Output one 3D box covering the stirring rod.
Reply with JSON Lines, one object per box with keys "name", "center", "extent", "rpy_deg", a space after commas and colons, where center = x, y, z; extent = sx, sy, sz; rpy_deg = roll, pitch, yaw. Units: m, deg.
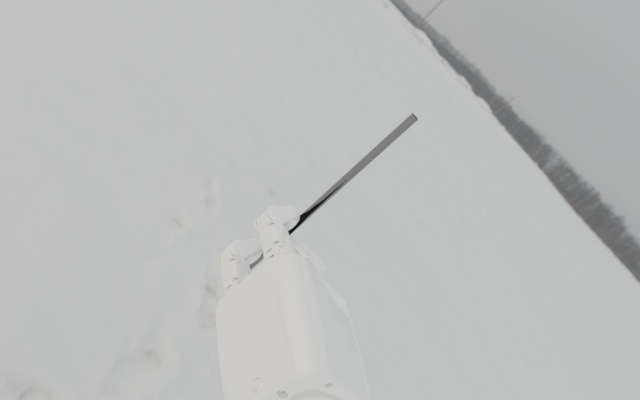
{"name": "stirring rod", "center": [0.000, 0.002, 0.463], "extent": [0.239, 0.011, 0.011], "rpy_deg": [-42, -18, 21]}
